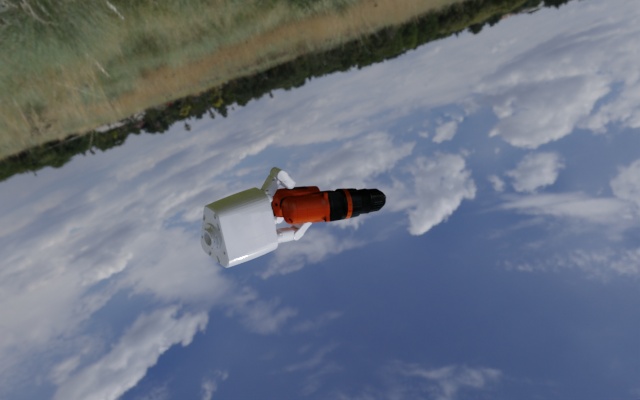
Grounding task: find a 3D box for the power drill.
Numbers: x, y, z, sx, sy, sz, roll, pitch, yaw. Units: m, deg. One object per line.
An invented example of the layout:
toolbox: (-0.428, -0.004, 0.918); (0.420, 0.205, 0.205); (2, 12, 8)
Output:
power drill: (0.000, 0.003, 0.855); (0.184, 0.057, 0.187); (-5, 3, -22)
